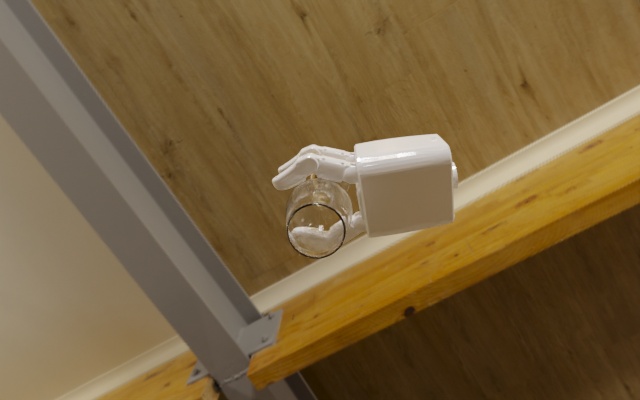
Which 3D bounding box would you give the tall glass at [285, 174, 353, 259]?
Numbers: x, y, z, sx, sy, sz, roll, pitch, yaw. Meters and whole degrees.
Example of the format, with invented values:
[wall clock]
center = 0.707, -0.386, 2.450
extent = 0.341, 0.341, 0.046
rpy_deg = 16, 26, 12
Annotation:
[tall glass]
center = 0.000, 0.002, 0.588
extent = 0.079, 0.079, 0.201
rpy_deg = 0, 18, 3
